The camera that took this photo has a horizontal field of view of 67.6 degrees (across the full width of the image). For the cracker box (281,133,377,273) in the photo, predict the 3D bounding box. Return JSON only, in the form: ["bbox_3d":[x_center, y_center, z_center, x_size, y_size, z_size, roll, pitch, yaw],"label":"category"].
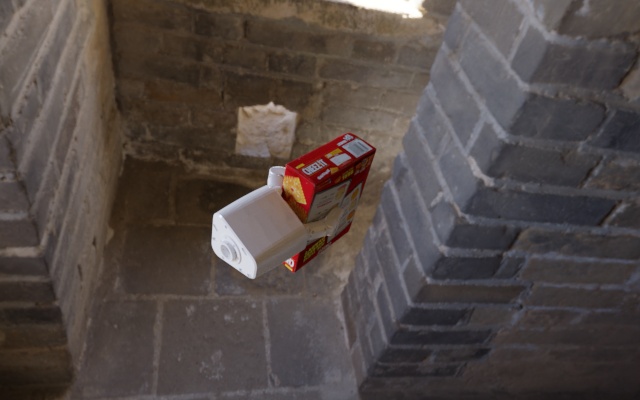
[{"bbox_3d":[0.000,0.003,0.842,0.072,0.214,0.164,37,47,23],"label":"cracker box"}]
